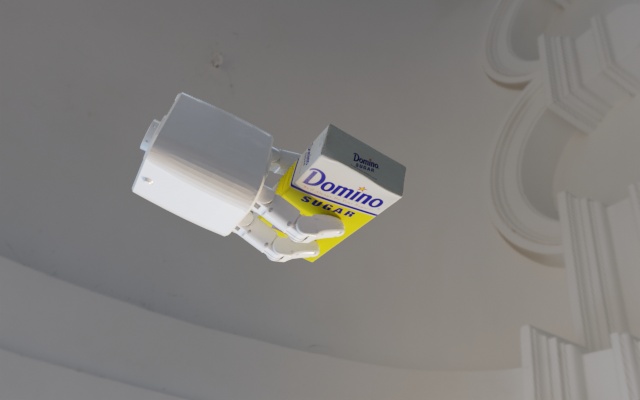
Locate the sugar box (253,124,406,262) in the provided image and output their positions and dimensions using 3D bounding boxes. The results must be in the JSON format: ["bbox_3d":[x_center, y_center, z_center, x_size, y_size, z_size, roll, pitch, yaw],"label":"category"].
[{"bbox_3d":[0.000,0.002,0.509,0.093,0.048,0.176,27,-36,-17],"label":"sugar box"}]
